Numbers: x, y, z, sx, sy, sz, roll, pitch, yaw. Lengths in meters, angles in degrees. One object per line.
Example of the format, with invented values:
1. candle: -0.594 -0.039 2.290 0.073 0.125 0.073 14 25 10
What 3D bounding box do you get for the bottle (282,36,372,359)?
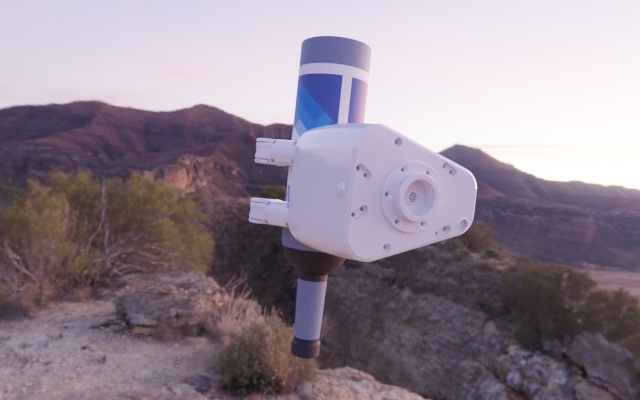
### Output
1. bottle: 0.000 0.001 0.455 0.069 0.296 0.069 6 2 0
